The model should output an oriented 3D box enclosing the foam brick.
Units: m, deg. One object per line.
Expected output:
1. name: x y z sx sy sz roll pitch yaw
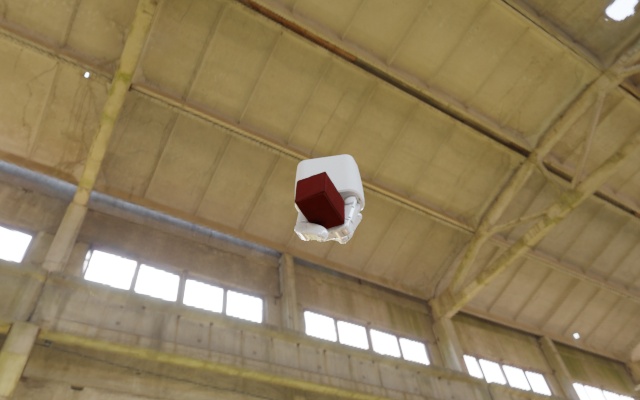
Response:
1. foam brick: 0.000 0.002 0.760 0.053 0.051 0.078 -17 -49 19
